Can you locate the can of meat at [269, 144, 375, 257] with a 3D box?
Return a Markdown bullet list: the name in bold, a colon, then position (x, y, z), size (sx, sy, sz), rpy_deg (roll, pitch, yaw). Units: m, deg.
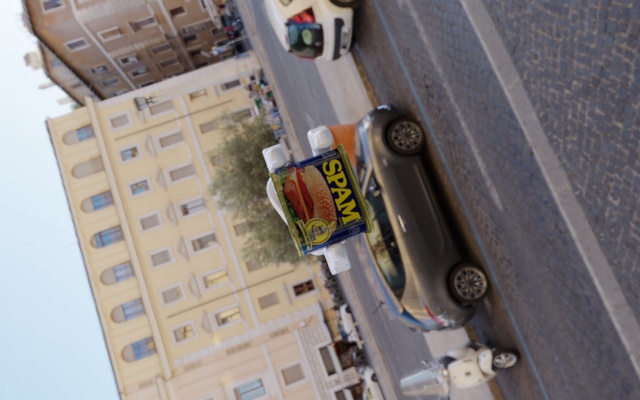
- **can of meat**: position (0.000, 0.002, 0.516), size (0.084, 0.102, 0.057), rpy_deg (-20, -6, -4)
